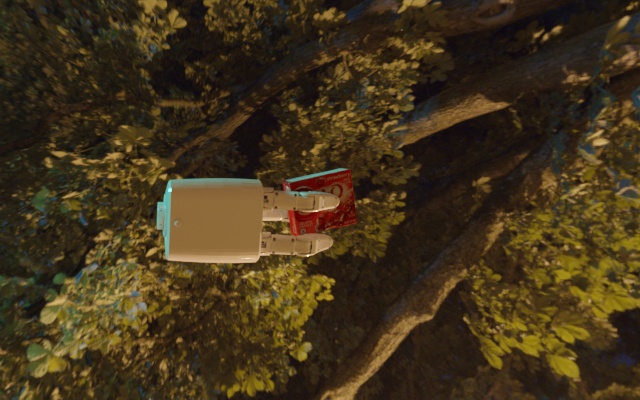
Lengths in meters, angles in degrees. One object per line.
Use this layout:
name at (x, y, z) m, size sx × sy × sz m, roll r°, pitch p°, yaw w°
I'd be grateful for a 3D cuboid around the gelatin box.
gelatin box at (0.000, 0.002, 0.620) m, size 0.089 × 0.073 × 0.030 m, roll -13°, pitch 12°, yaw -23°
